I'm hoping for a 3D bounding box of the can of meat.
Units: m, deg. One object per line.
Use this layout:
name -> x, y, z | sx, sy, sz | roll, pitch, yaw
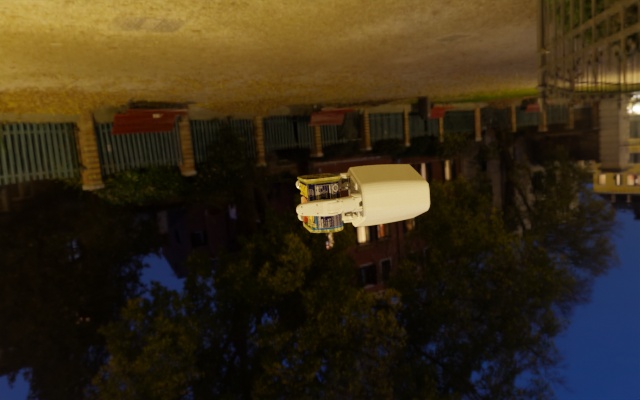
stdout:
can of meat -> 0.000, 0.003, 0.759 | 0.057, 0.084, 0.102 | -7, 7, -11
